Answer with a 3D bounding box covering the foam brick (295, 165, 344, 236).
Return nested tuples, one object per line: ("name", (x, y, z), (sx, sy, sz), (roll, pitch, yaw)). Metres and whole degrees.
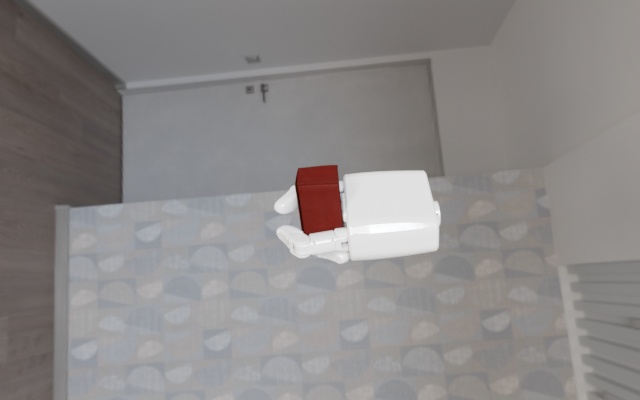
("foam brick", (0.000, 0.002, 0.585), (0.051, 0.078, 0.053), (-5, 29, 4))
